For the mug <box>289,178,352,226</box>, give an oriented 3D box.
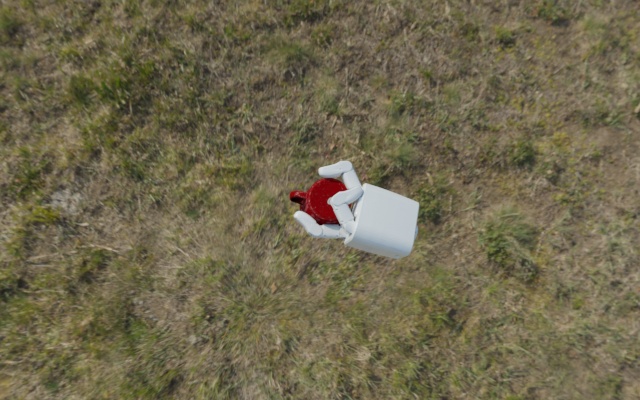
[{"bbox_3d":[-0.001,0.002,0.883,0.117,0.093,0.081,17,-15,-4],"label":"mug"}]
